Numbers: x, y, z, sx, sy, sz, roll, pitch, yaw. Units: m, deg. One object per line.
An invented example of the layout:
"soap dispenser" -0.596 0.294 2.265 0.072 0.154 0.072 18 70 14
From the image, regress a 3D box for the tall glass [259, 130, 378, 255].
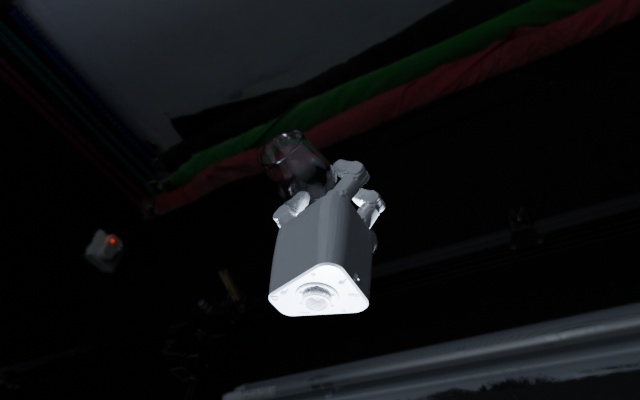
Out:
"tall glass" 0.000 0.002 0.626 0.079 0.079 0.201 0 -42 41
